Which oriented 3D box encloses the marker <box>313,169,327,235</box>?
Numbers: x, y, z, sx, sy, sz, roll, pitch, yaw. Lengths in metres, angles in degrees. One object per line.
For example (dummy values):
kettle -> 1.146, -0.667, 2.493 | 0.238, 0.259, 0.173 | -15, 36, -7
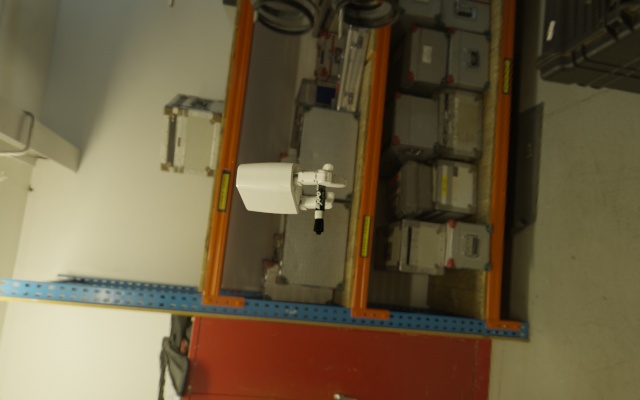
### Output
marker -> 0.000, 0.003, 0.869 | 0.020, 0.121, 0.020 | 4, -16, 1
